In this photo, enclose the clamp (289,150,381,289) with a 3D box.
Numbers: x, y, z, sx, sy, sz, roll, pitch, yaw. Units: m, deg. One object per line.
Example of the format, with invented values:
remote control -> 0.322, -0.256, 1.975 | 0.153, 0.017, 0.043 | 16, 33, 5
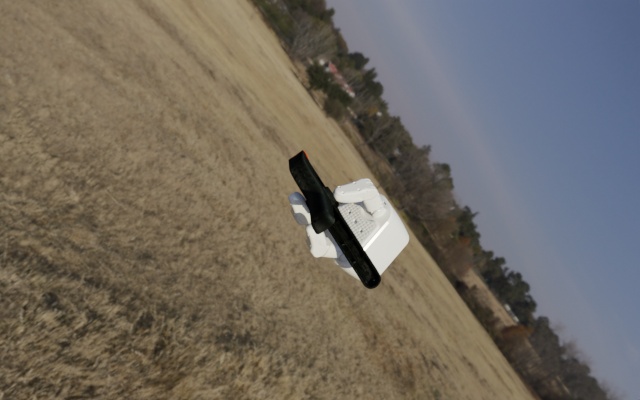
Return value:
clamp -> 0.001, 0.001, 0.604 | 0.036, 0.209, 0.165 | -33, -35, 5
